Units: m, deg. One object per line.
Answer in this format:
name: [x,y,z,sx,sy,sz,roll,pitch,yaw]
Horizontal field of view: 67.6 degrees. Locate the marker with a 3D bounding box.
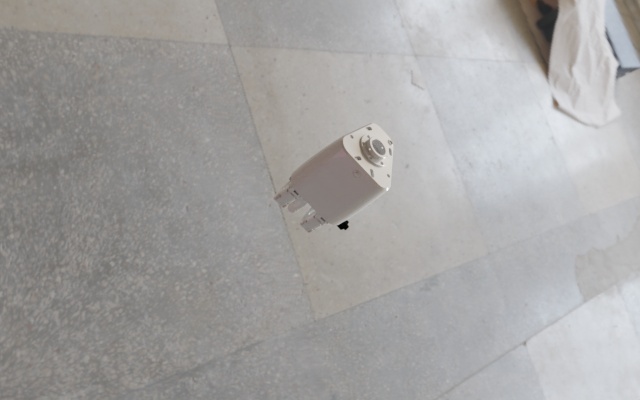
marker: [0.000,0.002,0.742,0.121,0.020,0.020,45,-12,-12]
